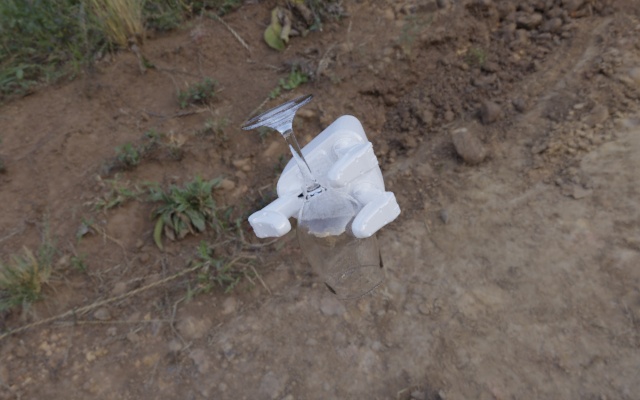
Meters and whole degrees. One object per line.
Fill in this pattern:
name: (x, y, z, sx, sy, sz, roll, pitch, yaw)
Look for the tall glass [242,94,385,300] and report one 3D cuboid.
tall glass: (0.000, 0.001, 0.477, 0.079, 0.201, 0.079, -23, 18, 8)
